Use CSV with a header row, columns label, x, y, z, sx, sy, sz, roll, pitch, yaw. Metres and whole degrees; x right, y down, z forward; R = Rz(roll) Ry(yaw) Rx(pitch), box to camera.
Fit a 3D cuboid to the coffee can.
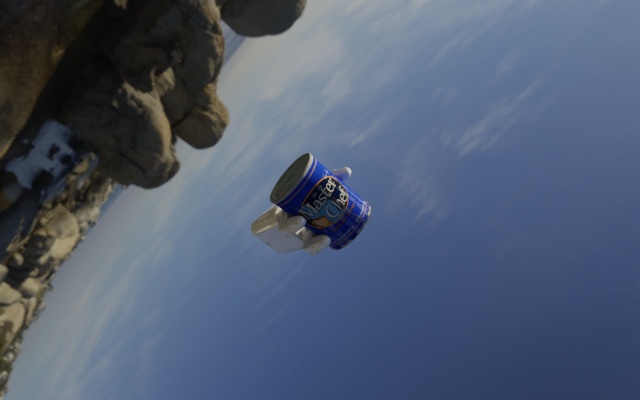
label,x,y,z,sx,sy,sz,roll,pitch,yaw
coffee can,0.000,0.002,0.809,0.140,0.103,0.103,39,-15,-19
